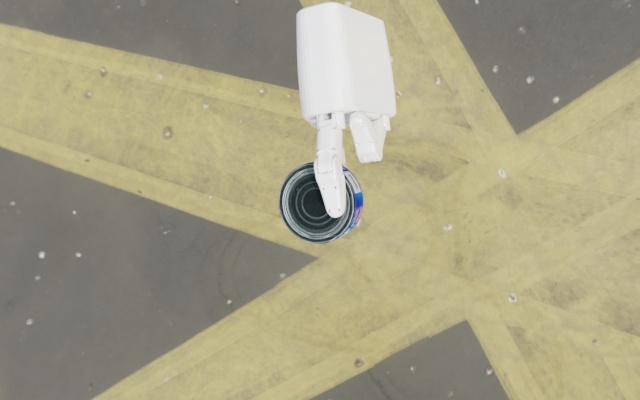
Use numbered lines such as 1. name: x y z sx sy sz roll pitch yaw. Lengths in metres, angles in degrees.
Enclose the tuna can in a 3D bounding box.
1. tuna can: 0.000 0.002 0.499 0.086 0.086 0.034 0 6 20
